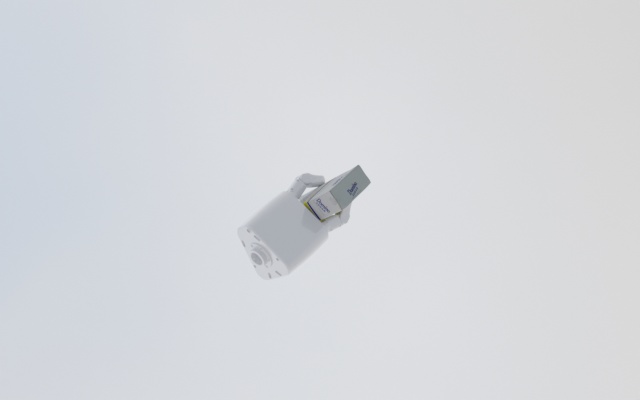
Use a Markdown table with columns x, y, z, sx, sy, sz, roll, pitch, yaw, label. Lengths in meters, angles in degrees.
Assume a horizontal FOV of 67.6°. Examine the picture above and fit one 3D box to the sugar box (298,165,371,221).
| x | y | z | sx | sy | sz | roll | pitch | yaw | label |
| --- | --- | --- | --- | --- | --- | --- | --- | --- | --- |
| 0.000 | 0.003 | 0.847 | 0.176 | 0.048 | 0.093 | -23 | 15 | 49 | sugar box |
